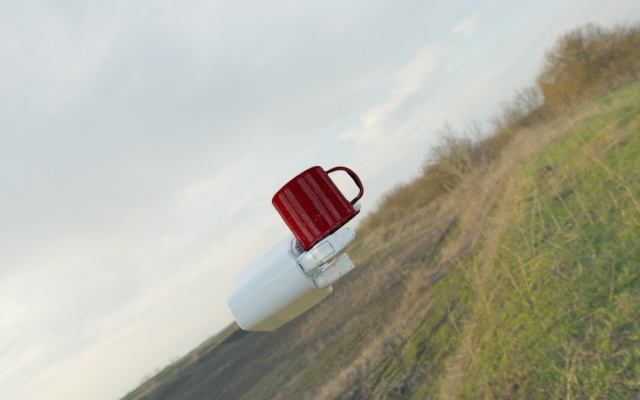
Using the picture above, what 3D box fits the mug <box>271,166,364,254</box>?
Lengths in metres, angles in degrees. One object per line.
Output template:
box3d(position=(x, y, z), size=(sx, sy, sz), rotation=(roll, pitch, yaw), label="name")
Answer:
box3d(position=(0.001, 0.001, 0.613), size=(0.117, 0.081, 0.093), rotation=(-37, -7, 6), label="mug")
